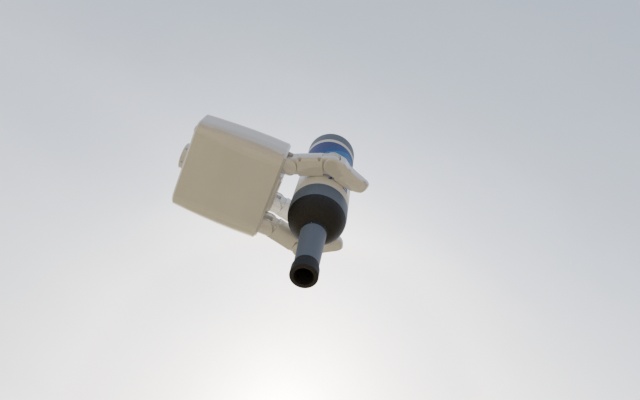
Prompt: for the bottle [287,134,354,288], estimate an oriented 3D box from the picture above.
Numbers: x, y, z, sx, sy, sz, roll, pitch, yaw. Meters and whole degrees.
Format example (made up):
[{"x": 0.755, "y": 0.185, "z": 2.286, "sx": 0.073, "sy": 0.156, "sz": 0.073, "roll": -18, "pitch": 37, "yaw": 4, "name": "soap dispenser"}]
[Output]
[{"x": 0.000, "y": 0.002, "z": 0.563, "sx": 0.069, "sy": 0.069, "sz": 0.295, "roll": 0, "pitch": 27, "yaw": 7, "name": "bottle"}]
